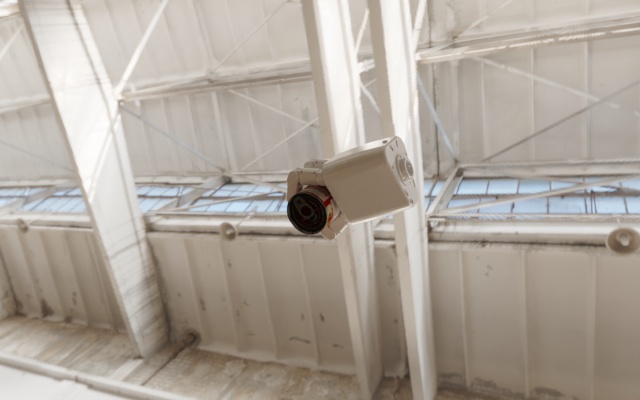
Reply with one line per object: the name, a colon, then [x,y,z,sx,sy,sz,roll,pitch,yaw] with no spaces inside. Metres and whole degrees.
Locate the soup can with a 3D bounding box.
soup can: [0.000,0.003,0.755,0.068,0.068,0.102,0,20,27]
